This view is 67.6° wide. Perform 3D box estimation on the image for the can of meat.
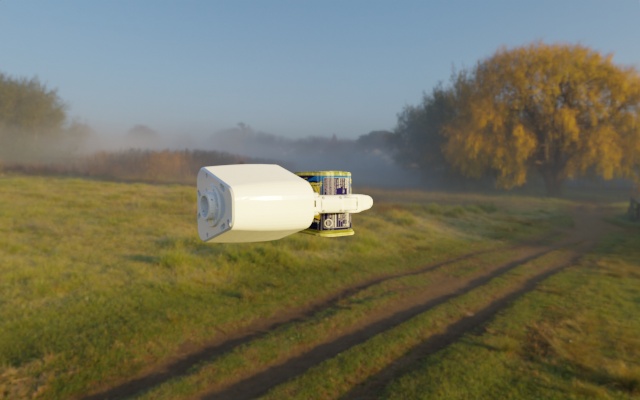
[{"bbox_3d":[0.000,0.002,0.655,0.057,0.084,0.102,-2,3,-31],"label":"can of meat"}]
